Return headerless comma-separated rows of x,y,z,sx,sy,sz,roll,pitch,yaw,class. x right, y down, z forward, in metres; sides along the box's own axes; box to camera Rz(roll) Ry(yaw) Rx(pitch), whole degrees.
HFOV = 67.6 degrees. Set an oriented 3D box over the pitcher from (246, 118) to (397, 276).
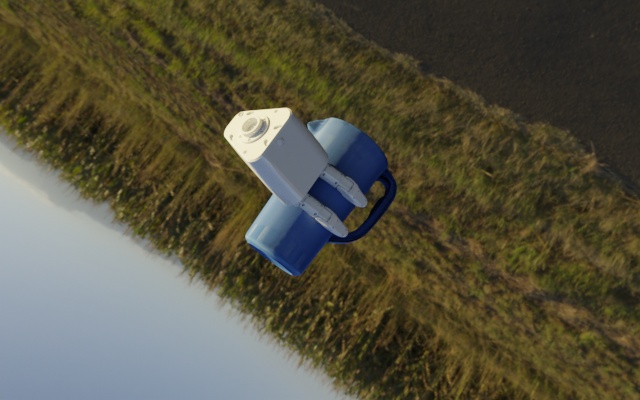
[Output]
0.000,0.002,0.771,0.149,0.243,0.145,25,-17,42,pitcher
